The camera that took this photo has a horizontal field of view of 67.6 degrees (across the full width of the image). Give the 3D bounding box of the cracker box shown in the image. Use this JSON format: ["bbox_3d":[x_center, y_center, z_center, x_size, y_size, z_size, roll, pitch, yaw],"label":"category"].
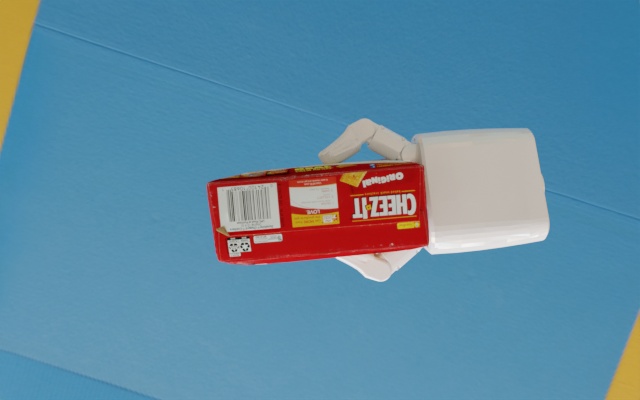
[{"bbox_3d":[0.000,0.001,0.458,0.164,0.072,0.213,-5,5,1],"label":"cracker box"}]
